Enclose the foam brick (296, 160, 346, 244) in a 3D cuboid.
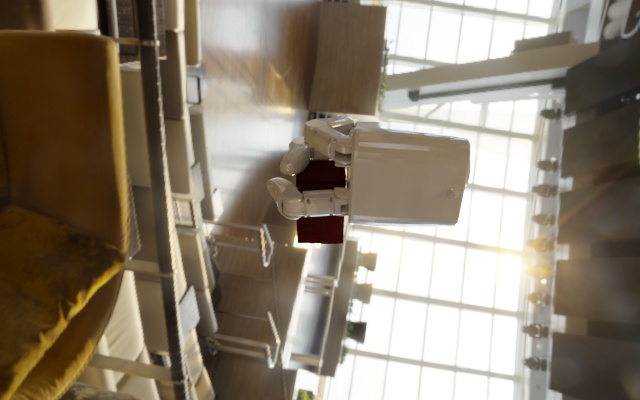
[{"bbox_3d":[0.000,0.002,0.512,0.051,0.078,0.053,0,31,-1],"label":"foam brick"}]
